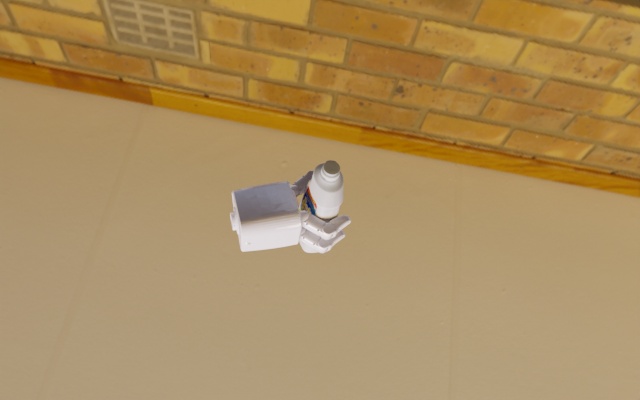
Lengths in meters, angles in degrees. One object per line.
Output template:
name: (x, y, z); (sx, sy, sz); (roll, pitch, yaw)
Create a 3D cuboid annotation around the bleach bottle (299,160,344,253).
bleach bottle: (0.000, 0.003, 0.879); (0.068, 0.102, 0.251); (-7, -29, -13)
